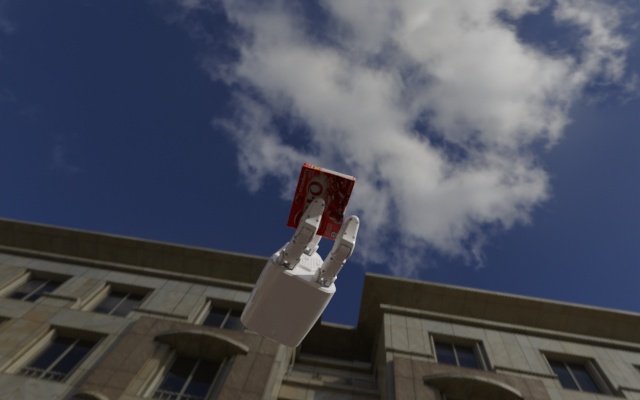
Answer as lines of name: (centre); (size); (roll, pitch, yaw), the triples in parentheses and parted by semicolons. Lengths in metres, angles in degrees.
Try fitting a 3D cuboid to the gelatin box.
gelatin box: (0.000, 0.002, 0.646); (0.073, 0.089, 0.030); (16, 13, 0)
